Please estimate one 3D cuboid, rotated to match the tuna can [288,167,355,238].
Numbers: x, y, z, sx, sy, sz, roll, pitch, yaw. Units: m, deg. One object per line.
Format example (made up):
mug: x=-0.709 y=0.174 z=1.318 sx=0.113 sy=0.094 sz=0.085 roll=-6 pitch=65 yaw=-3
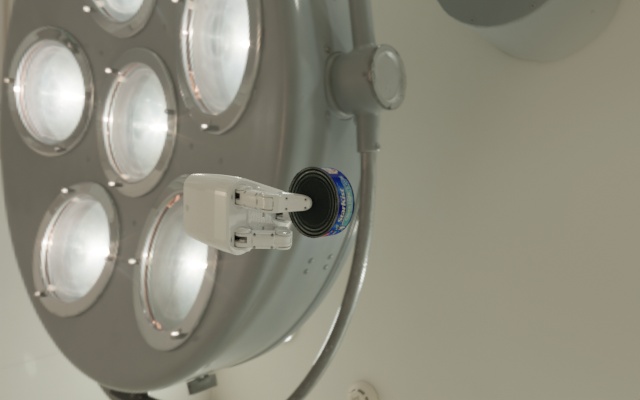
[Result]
tuna can: x=0.001 y=0.002 z=0.583 sx=0.086 sy=0.086 sz=0.034 roll=0 pitch=2 yaw=44
